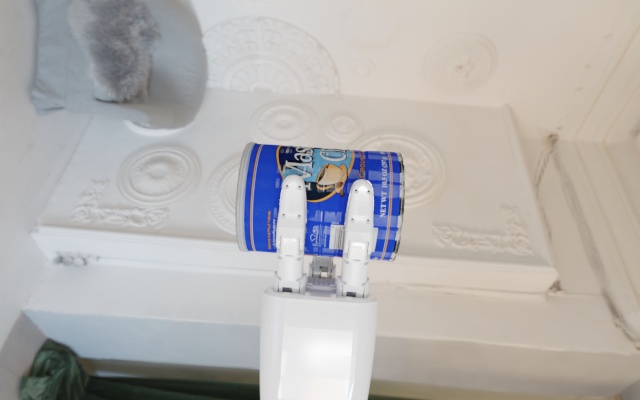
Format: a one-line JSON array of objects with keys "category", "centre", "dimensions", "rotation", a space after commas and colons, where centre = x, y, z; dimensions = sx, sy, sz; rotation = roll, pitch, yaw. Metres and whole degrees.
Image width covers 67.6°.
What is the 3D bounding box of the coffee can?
[{"category": "coffee can", "centre": [0.000, 0.001, 0.445], "dimensions": [0.140, 0.103, 0.103], "rotation": [4, 0, 1]}]
